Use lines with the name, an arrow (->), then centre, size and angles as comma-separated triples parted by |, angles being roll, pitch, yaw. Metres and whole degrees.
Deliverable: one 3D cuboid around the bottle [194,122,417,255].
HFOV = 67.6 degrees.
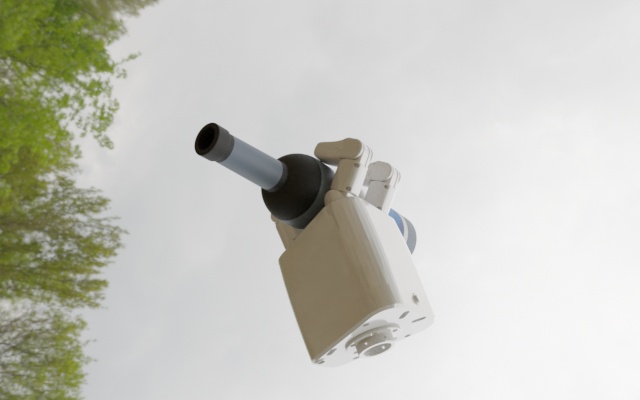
bottle -> 0.000, 0.002, 0.468 | 0.069, 0.069, 0.296 | 0, -19, 38
